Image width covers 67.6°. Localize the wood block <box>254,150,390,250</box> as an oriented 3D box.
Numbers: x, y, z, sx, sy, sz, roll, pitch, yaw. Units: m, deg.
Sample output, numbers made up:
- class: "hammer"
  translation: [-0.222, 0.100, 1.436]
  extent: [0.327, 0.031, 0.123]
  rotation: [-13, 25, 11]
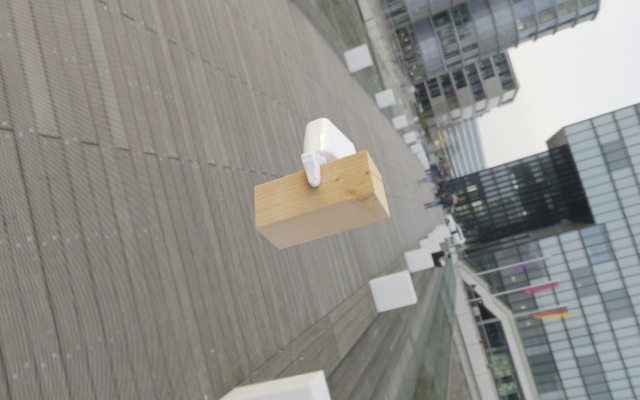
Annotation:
- class: "wood block"
  translation: [0.000, 0.002, 0.810]
  extent: [0.206, 0.090, 0.091]
  rotation: [-18, -35, 16]
